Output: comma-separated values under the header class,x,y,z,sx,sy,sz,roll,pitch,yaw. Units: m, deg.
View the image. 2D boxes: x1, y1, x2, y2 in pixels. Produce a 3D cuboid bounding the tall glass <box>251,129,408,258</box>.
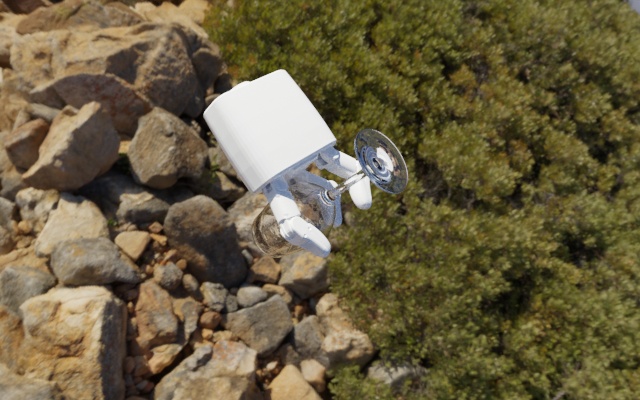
class,x,y,z,sx,sy,sz,roll,pitch,yaw
tall glass,0.001,0.002,0.545,0.079,0.079,0.201,0,-26,-44
